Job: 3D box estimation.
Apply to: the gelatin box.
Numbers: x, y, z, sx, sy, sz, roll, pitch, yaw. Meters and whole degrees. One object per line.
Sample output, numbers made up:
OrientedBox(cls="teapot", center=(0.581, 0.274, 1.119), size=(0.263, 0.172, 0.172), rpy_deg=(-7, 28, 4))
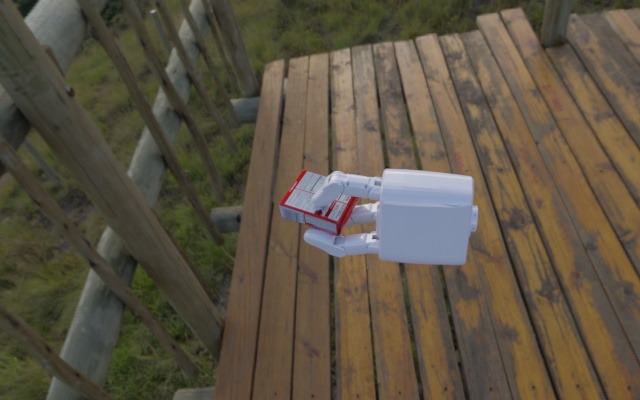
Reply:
OrientedBox(cls="gelatin box", center=(0.000, 0.002, 0.641), size=(0.089, 0.073, 0.030), rpy_deg=(17, -39, 18))
